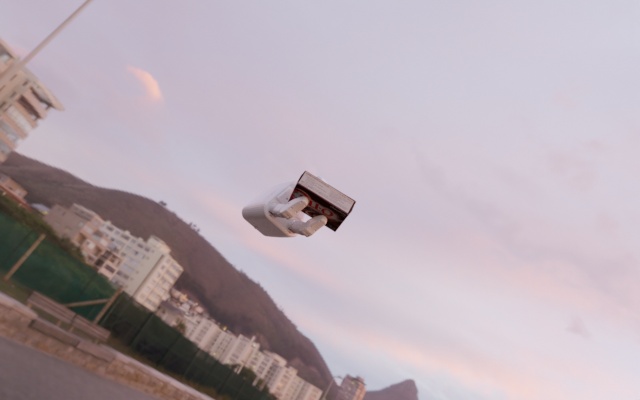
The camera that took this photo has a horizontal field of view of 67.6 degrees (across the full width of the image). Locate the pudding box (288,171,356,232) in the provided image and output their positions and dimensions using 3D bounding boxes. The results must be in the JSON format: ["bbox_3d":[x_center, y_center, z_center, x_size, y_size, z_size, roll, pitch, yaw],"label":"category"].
[{"bbox_3d":[0.000,0.003,0.897,0.113,0.039,0.090,30,-27,-1],"label":"pudding box"}]
